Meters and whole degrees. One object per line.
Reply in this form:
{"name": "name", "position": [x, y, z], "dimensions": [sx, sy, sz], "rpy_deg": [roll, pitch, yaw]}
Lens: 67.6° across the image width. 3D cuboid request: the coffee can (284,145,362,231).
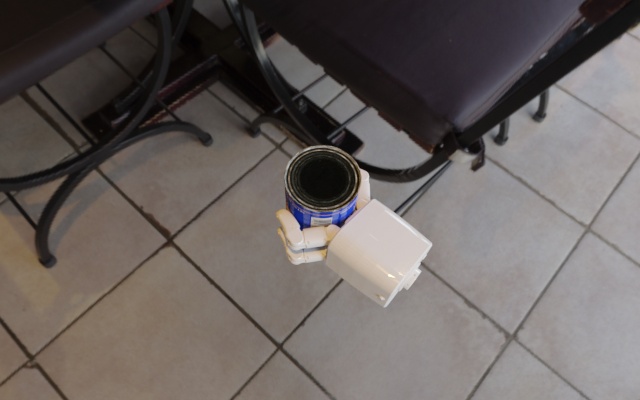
{"name": "coffee can", "position": [0.000, 0.002, 0.685], "dimensions": [0.103, 0.102, 0.140], "rpy_deg": [0, -28, -3]}
